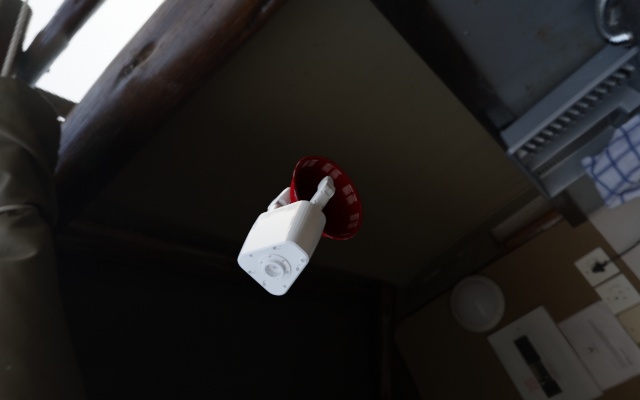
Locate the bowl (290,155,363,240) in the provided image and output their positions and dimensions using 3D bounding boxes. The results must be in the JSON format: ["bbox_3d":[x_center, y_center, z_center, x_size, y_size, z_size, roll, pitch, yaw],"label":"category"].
[{"bbox_3d":[0.001,0.002,0.850,0.162,0.162,0.055,0,-24,-45],"label":"bowl"}]
